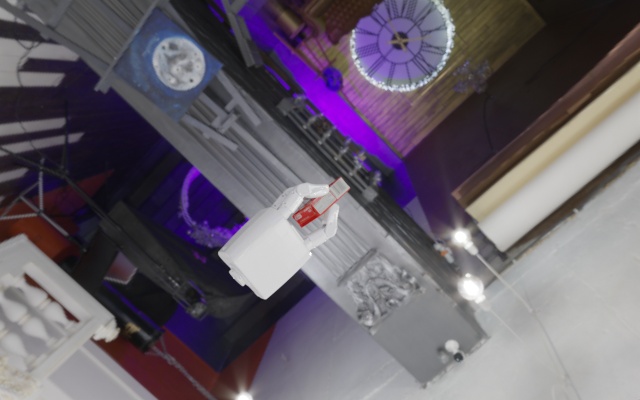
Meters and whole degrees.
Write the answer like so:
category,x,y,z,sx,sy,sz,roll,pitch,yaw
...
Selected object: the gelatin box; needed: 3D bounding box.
category,x,y,z,sx,sy,sz,roll,pitch,yaw
gelatin box,0.001,0.003,0.838,0.089,0.030,0.073,-42,5,-32
